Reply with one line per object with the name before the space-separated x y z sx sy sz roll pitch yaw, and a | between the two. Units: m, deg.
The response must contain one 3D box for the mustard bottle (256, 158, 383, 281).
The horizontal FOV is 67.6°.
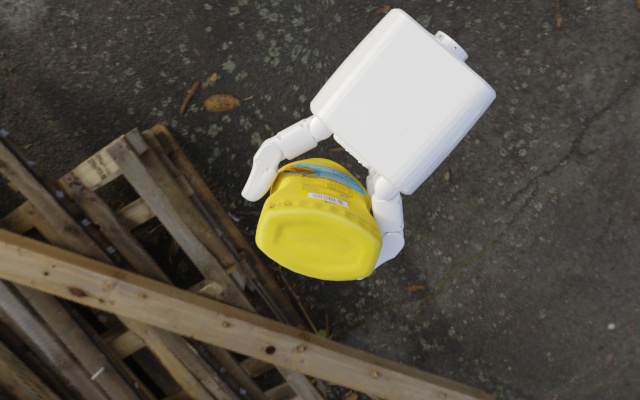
mustard bottle | 0.000 0.002 0.444 0.096 0.058 0.191 14 20 -4
